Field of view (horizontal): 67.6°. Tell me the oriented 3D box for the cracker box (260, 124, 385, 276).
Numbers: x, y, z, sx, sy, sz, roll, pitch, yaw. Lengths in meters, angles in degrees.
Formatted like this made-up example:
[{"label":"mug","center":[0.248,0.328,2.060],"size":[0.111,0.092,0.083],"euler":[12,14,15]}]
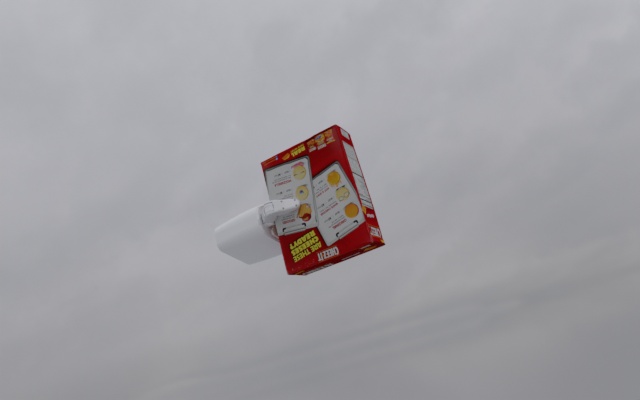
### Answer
[{"label":"cracker box","center":[0.000,0.003,0.823],"size":[0.164,0.213,0.072],"euler":[-24,-19,24]}]
